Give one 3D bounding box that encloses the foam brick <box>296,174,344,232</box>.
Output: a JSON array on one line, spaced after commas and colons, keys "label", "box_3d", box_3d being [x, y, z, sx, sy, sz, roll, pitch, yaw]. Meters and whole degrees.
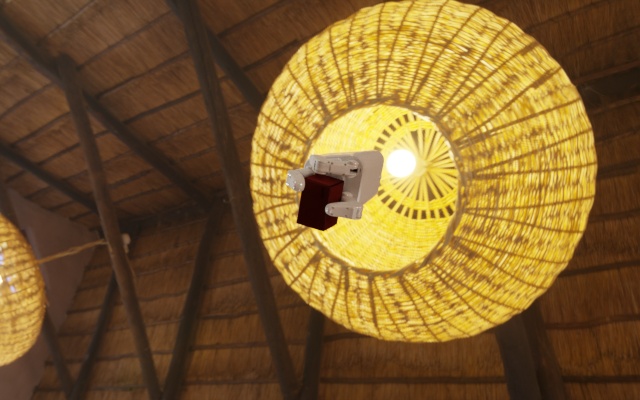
[{"label": "foam brick", "box_3d": [0.000, 0.003, 0.771, 0.053, 0.078, 0.051, 18, 20, 24]}]
